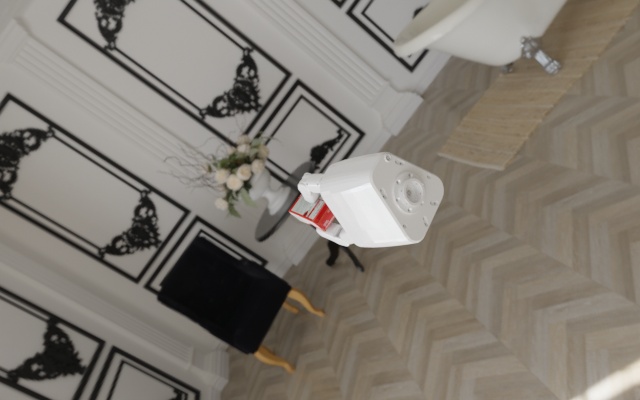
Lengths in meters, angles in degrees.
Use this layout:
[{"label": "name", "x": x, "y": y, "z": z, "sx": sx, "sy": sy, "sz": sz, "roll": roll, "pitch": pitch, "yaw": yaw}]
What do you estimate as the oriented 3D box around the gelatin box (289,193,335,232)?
[{"label": "gelatin box", "x": 0.000, "y": 0.002, "z": 0.713, "sx": 0.030, "sy": 0.073, "sz": 0.089, "roll": 40, "pitch": -10, "yaw": -27}]
